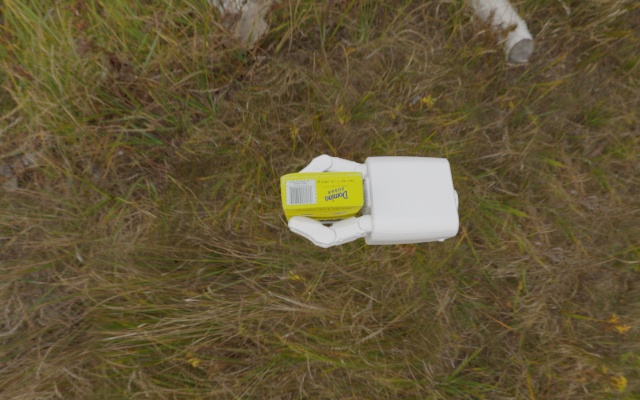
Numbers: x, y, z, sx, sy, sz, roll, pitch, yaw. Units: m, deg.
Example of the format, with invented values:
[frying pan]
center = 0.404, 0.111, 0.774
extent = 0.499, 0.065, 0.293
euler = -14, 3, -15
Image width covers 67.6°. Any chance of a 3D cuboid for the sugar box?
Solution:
[sugar box]
center = 0.000, 0.003, 0.617
extent = 0.093, 0.048, 0.176
euler = -2, -11, -1
